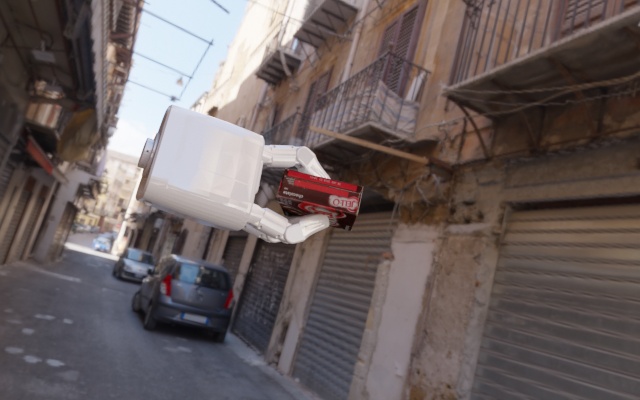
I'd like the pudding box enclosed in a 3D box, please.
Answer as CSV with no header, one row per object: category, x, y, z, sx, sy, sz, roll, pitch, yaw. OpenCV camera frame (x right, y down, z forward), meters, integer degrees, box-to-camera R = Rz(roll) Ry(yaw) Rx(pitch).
pudding box,0.000,0.002,0.563,0.090,0.039,0.113,14,-10,3
